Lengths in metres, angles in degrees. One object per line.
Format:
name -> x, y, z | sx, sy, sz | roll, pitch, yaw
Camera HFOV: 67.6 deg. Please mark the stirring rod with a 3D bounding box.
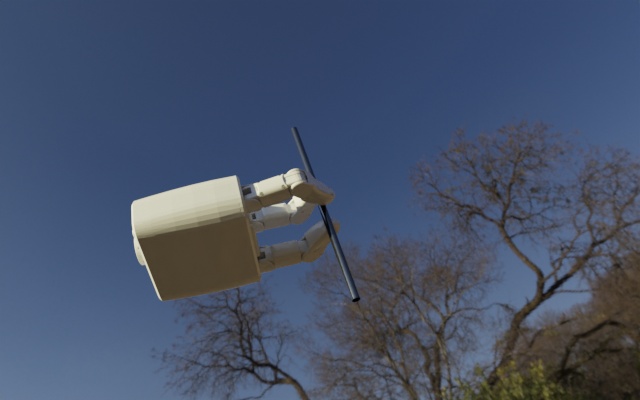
stirring rod -> 0.000, 0.002, 0.507 | 0.011, 0.239, 0.011 | -12, -39, -10
